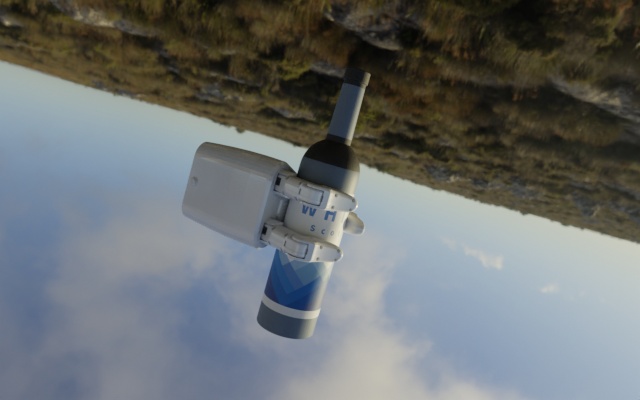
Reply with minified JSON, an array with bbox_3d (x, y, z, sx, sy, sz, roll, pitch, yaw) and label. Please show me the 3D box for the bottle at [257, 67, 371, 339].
[{"bbox_3d":[0.000,0.002,0.526,0.069,0.296,0.069,16,6,-2],"label":"bottle"}]
